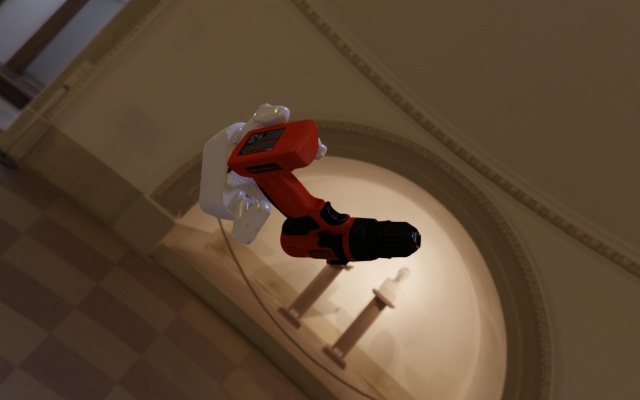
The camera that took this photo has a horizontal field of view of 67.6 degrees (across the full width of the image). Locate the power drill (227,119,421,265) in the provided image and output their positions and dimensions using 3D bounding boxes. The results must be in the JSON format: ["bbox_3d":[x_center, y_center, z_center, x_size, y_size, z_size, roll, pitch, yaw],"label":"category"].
[{"bbox_3d":[0.000,0.001,0.525,0.184,0.057,0.188,-5,-46,34],"label":"power drill"}]
